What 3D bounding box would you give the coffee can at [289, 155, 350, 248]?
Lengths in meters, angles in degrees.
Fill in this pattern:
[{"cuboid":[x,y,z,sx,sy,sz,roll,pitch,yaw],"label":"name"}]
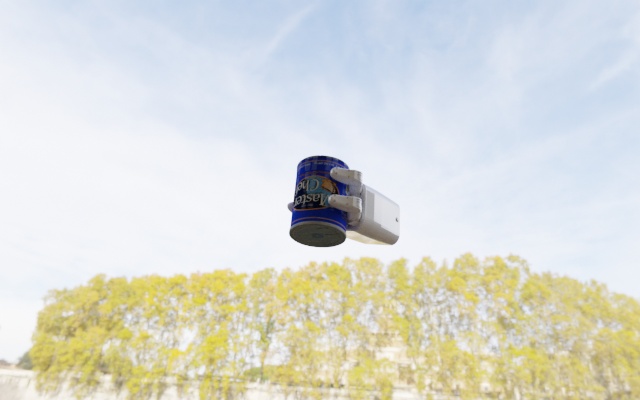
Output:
[{"cuboid":[0.000,0.003,0.877,0.103,0.140,0.103,4,-28,2],"label":"coffee can"}]
